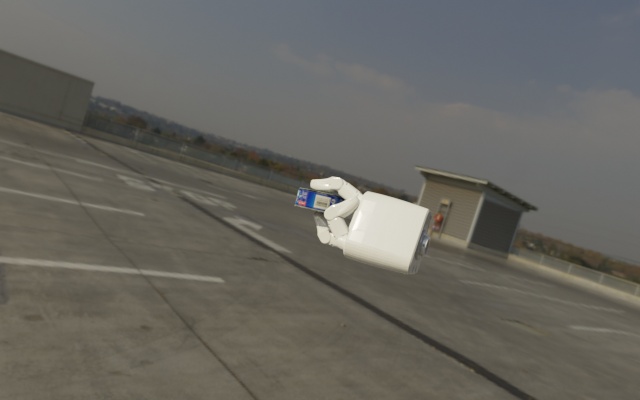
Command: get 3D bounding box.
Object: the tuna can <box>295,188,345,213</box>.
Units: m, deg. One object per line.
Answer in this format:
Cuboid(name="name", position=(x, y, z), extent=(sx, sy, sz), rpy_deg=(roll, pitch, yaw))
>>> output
Cuboid(name="tuna can", position=(0.000, 0.002, 0.827), extent=(0.086, 0.034, 0.086), rpy_deg=(12, 0, 0))
